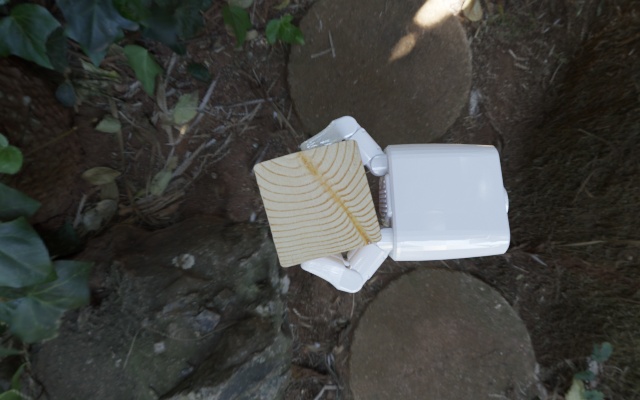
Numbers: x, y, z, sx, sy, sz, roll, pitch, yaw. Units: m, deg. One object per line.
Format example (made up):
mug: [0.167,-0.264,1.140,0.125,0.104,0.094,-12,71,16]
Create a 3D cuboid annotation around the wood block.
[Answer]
wood block: [0.000,0.001,0.495,0.090,0.091,0.206,-15,0,1]
